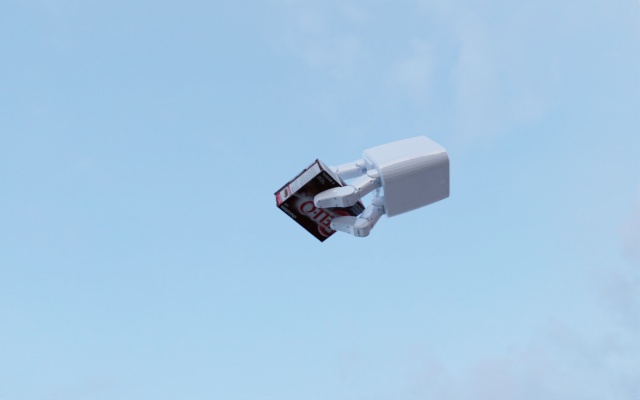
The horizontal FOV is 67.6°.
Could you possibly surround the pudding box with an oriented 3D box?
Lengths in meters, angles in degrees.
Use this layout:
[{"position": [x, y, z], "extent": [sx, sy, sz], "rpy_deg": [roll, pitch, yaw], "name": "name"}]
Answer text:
[{"position": [0.000, 0.002, 0.716], "extent": [0.113, 0.090, 0.039], "rpy_deg": [42, 17, -35], "name": "pudding box"}]
